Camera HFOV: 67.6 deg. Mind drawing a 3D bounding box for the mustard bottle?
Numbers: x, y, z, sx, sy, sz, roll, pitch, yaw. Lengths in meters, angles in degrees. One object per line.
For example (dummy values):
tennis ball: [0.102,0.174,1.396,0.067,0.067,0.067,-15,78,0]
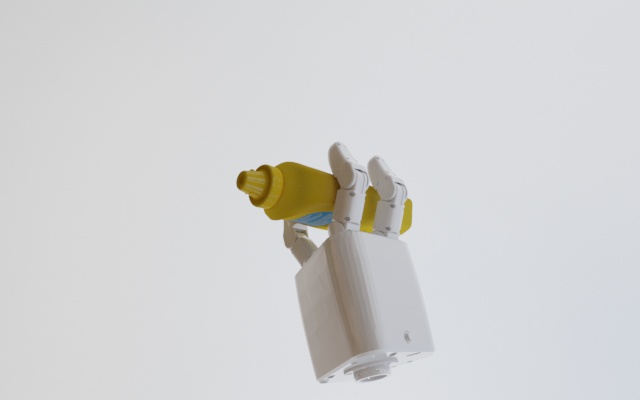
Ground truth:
mustard bottle: [0.000,0.001,0.488,0.192,0.058,0.096,15,-14,-39]
